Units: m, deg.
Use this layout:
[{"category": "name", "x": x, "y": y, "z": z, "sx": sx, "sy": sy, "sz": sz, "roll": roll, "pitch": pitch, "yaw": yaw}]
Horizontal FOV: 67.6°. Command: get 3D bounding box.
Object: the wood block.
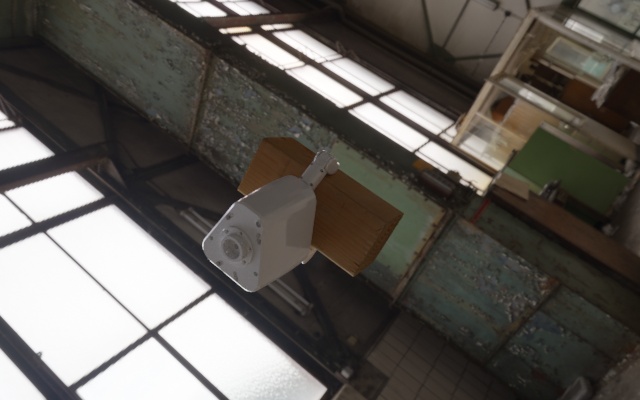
[{"category": "wood block", "x": 0.000, "y": 0.002, "z": 0.672, "sx": 0.206, "sy": 0.091, "sz": 0.090, "roll": 36, "pitch": 19, "yaw": 16}]
